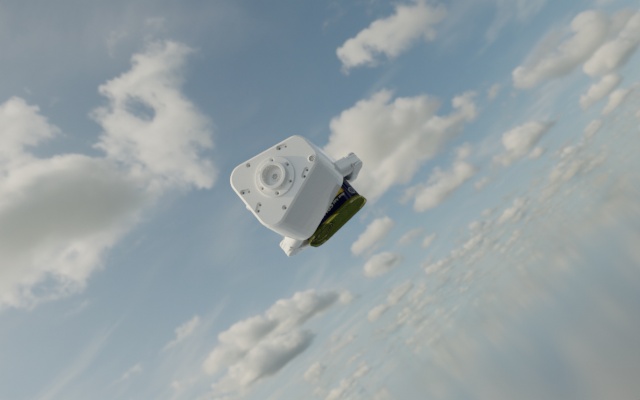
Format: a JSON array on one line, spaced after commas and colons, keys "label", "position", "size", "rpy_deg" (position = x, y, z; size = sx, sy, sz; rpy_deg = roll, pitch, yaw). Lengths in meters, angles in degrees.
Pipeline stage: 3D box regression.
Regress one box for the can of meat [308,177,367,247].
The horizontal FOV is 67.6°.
[{"label": "can of meat", "position": [0.000, 0.002, 0.689], "size": [0.102, 0.084, 0.057], "rpy_deg": [-44, -19, 7]}]
